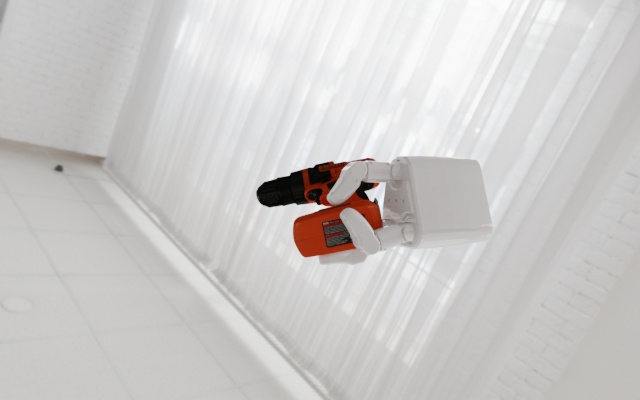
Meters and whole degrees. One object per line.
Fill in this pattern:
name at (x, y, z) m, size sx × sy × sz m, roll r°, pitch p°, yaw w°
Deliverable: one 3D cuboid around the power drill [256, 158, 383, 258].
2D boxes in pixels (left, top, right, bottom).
power drill at (0.000, 0.002, 0.635) m, size 0.184 × 0.057 × 0.187 m, roll -13°, pitch 25°, yaw 2°
